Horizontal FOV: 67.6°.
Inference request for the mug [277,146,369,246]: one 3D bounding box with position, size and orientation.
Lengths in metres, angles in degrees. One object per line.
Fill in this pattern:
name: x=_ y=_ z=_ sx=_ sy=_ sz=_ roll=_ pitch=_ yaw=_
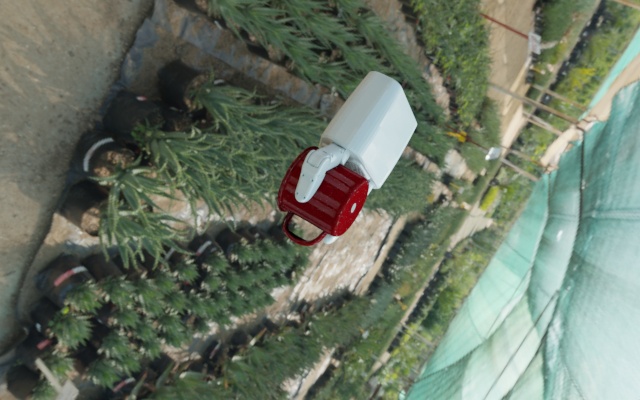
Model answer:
mug: x=-0.001 y=0.003 z=0.586 sx=0.081 sy=0.117 sz=0.093 roll=30 pitch=-9 yaw=18
